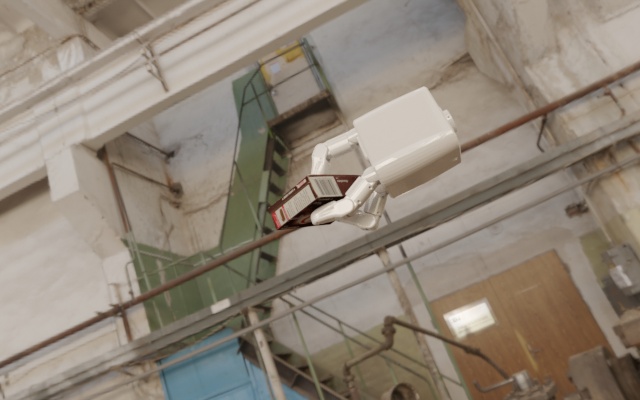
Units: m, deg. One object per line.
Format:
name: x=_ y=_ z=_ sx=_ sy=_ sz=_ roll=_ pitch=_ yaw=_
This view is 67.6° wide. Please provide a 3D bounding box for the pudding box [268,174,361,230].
pudding box: x=0.000 y=0.002 z=0.649 sx=0.113 sy=0.039 sz=0.090 roll=0 pitch=-30 yaw=-47
